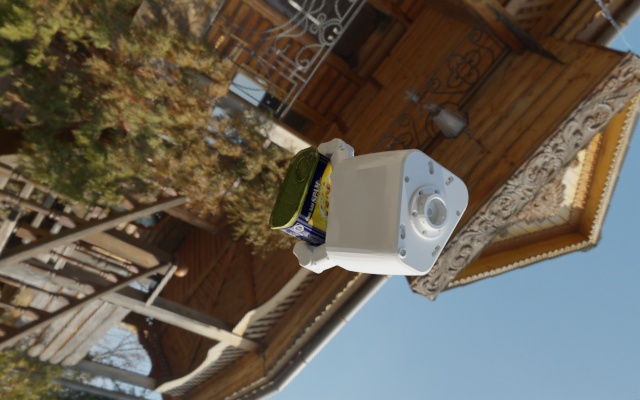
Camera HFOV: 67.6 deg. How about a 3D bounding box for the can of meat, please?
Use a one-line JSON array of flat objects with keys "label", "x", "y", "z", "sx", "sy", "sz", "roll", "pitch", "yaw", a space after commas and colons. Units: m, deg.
[{"label": "can of meat", "x": 0.000, "y": 0.002, "z": 0.557, "sx": 0.084, "sy": 0.102, "sz": 0.057, "roll": 29, "pitch": -21, "yaw": -28}]
